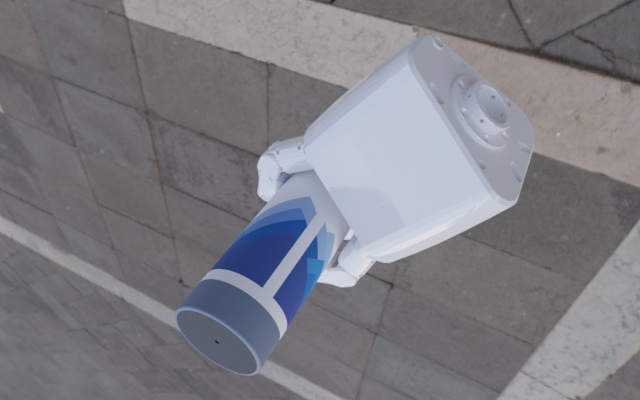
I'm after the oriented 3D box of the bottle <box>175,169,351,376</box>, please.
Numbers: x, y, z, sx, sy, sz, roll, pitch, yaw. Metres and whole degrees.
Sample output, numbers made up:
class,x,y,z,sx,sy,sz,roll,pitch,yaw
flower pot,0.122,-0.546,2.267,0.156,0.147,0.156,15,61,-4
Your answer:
class,x,y,z,sx,sy,sz,roll,pitch,yaw
bottle,0.000,0.001,0.400,0.069,0.069,0.295,0,38,35
